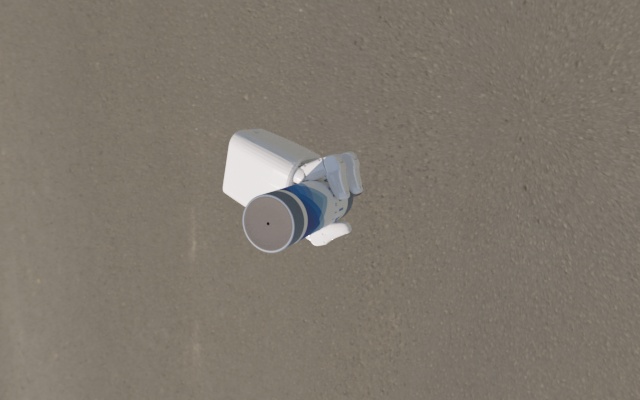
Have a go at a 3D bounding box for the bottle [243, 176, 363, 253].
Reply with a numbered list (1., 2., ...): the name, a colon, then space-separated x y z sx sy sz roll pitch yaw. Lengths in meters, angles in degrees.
1. bottle: 0.000 0.002 0.659 0.069 0.069 0.295 0 9 24
